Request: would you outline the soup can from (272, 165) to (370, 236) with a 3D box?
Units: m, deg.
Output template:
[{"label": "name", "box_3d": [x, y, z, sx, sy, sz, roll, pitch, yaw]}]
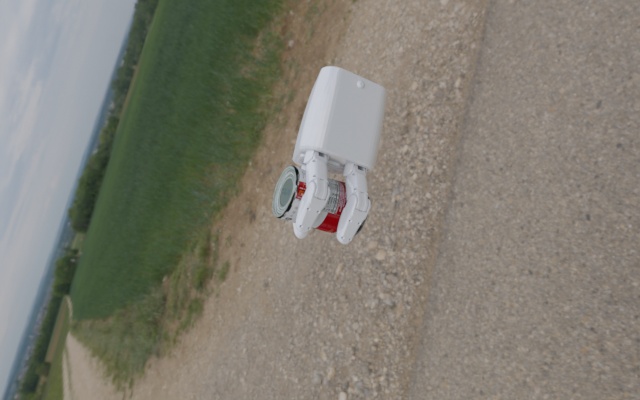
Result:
[{"label": "soup can", "box_3d": [0.000, 0.002, 0.591, 0.102, 0.068, 0.068, 17, -7, -25]}]
